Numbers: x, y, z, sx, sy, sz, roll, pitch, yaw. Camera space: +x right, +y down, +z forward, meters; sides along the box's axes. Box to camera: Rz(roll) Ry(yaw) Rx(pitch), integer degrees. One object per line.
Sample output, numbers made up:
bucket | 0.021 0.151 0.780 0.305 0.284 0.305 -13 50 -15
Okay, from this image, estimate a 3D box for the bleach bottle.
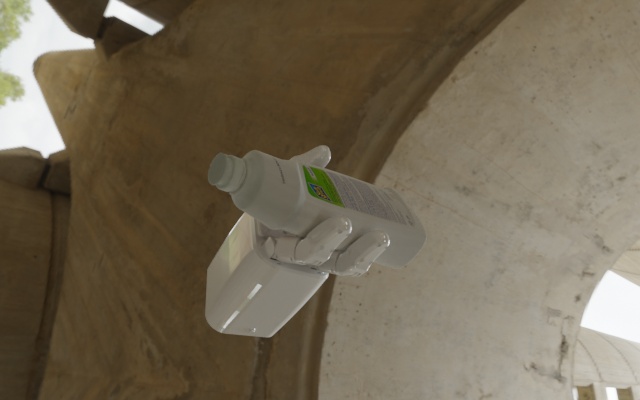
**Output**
bleach bottle | 0.000 0.002 0.483 0.251 0.068 0.102 20 26 -41
